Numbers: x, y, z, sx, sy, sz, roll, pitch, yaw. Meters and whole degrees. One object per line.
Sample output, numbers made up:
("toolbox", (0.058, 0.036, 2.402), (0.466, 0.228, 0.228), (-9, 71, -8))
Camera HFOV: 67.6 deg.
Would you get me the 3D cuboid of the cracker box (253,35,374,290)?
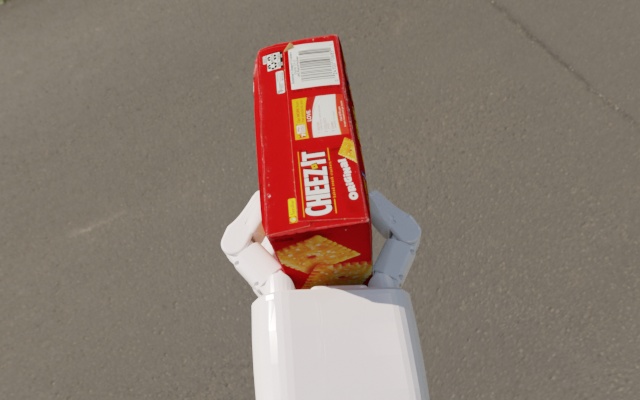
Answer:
("cracker box", (0.000, 0.001, 0.405), (0.072, 0.164, 0.214), (-8, -31, 2))
